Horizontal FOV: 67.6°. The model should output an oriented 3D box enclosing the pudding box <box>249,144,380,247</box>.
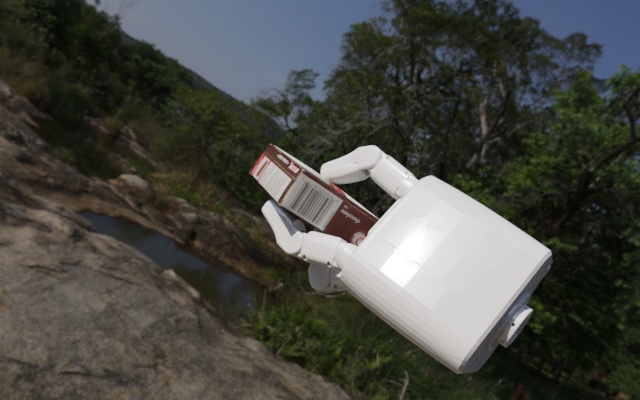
[{"bbox_3d":[0.000,0.001,0.430,0.113,0.039,0.090,35,2,-31],"label":"pudding box"}]
